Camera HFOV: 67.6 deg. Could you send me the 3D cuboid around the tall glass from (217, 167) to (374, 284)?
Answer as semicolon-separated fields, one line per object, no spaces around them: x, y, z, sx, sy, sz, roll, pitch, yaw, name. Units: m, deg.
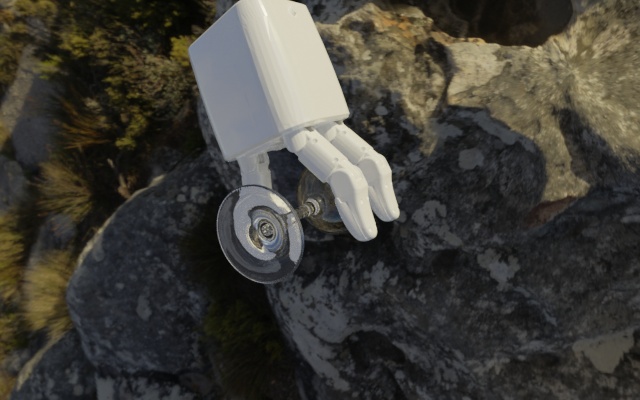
0.000;0.002;0.426;0.079;0.079;0.201;0;13;28;tall glass
